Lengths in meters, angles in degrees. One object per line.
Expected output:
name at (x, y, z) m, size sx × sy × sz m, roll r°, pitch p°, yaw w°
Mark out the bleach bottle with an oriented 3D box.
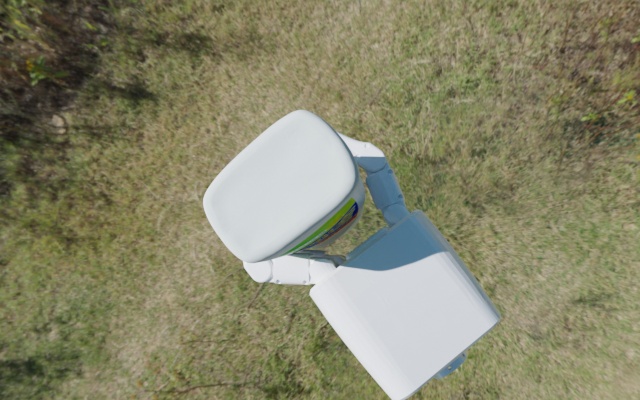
bleach bottle at (0.000, 0.001, 0.410) m, size 0.102 × 0.068 × 0.251 m, roll -39°, pitch -11°, yaw 8°
